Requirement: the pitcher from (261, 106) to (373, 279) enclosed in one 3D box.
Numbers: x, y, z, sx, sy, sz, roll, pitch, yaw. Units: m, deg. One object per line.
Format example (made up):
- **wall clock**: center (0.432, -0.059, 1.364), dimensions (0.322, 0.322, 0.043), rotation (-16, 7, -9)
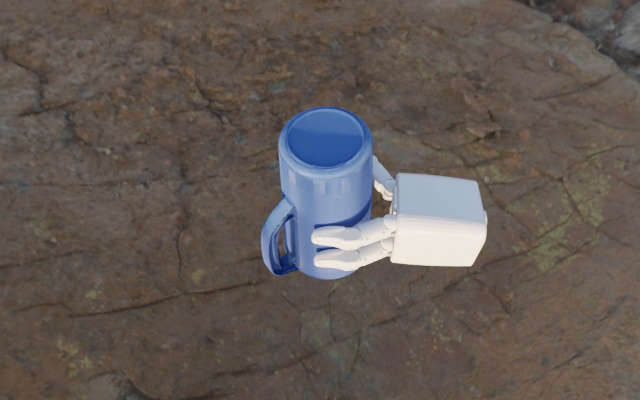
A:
- **pitcher**: center (0.000, 0.002, 0.629), dimensions (0.145, 0.149, 0.243), rotation (6, -33, 6)
